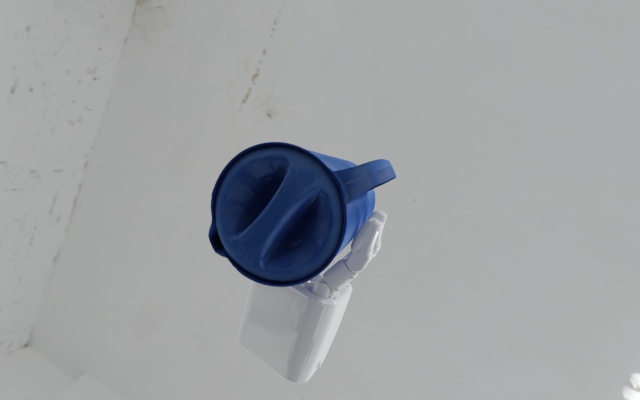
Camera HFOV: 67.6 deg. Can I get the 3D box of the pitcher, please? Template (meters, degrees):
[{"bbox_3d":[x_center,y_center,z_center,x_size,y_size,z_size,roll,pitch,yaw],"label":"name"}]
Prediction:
[{"bbox_3d":[0.000,0.002,0.540,0.149,0.145,0.243,22,10,14],"label":"pitcher"}]
